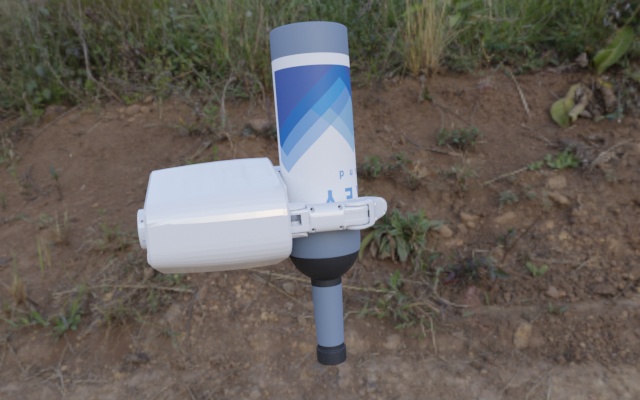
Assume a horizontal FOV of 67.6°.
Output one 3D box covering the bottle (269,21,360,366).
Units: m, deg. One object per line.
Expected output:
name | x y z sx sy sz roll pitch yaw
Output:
bottle | 0.000 0.001 0.425 0.069 0.296 0.069 -4 7 0
